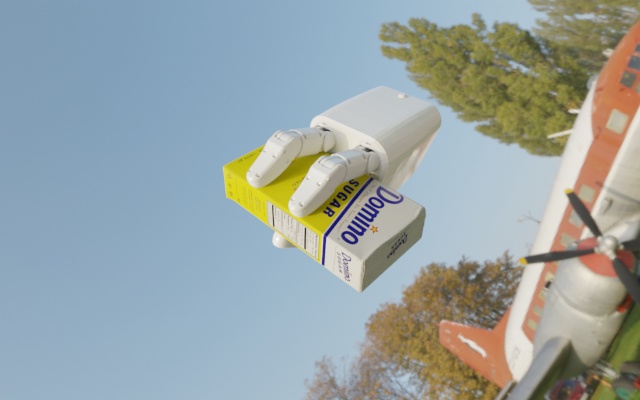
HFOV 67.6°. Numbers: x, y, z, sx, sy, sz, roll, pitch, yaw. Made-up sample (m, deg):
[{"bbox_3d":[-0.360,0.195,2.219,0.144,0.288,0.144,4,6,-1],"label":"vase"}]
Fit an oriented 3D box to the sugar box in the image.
[{"bbox_3d":[0.000,0.001,0.448,0.176,0.048,0.093,30,48,31],"label":"sugar box"}]
